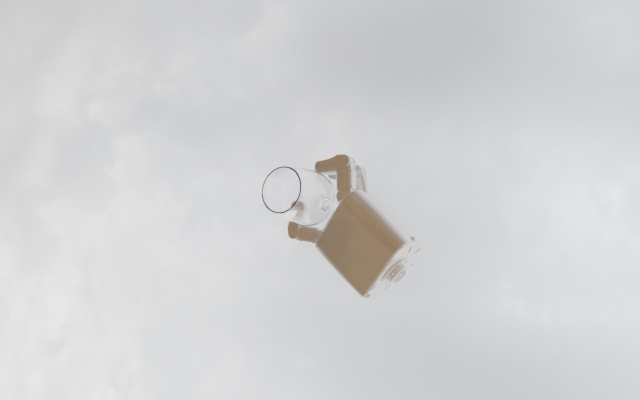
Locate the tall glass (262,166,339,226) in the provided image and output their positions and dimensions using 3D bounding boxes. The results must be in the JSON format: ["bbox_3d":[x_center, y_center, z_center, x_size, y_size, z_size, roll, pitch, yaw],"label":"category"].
[{"bbox_3d":[0.000,0.002,0.691,0.079,0.079,0.201,0,-9,31],"label":"tall glass"}]
